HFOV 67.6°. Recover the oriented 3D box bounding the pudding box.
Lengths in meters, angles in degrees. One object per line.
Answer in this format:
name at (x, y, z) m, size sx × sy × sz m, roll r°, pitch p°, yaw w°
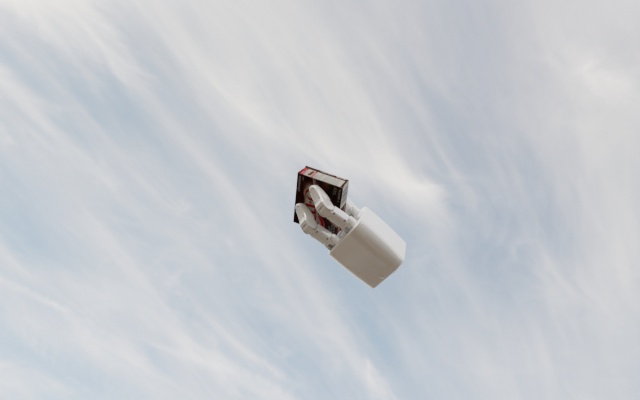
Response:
pudding box at (0.000, 0.003, 0.869) m, size 0.090 × 0.114 × 0.039 m, roll 19°, pitch 34°, yaw 18°
